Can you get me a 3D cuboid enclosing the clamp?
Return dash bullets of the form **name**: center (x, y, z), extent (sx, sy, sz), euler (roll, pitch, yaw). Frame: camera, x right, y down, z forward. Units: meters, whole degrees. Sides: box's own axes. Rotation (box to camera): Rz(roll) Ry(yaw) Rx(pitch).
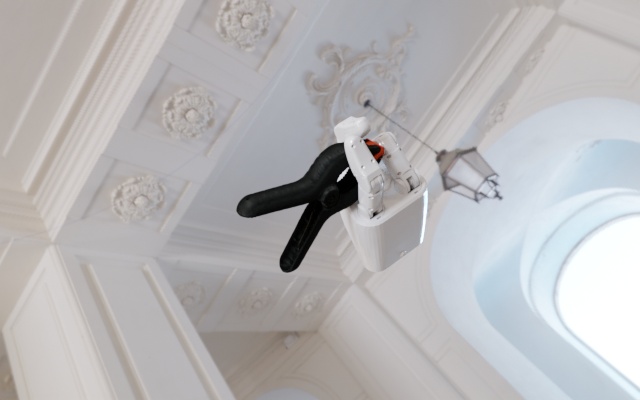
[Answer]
- **clamp**: center (0.000, 0.001, 0.511), extent (0.171, 0.120, 0.039), euler (-33, 51, -16)
